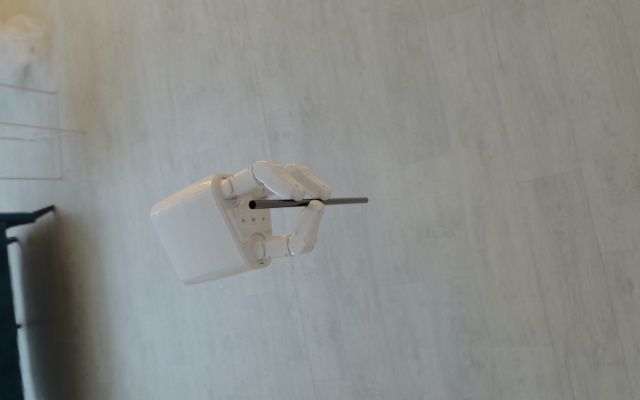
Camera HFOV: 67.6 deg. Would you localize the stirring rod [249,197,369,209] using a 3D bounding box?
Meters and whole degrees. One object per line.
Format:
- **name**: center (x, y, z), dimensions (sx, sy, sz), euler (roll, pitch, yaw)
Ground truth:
- **stirring rod**: center (0.000, 0.002, 0.515), dimensions (0.011, 0.011, 0.239), euler (0, 1, 29)
